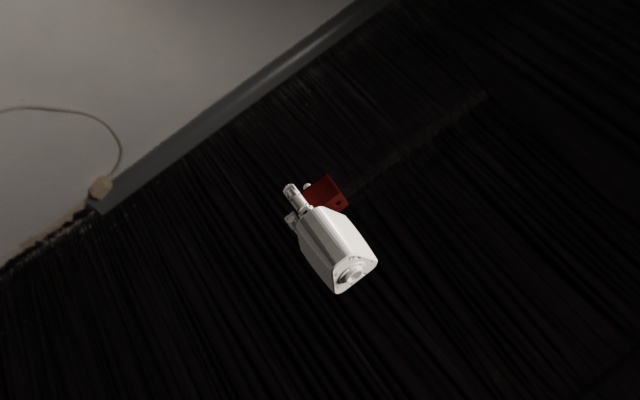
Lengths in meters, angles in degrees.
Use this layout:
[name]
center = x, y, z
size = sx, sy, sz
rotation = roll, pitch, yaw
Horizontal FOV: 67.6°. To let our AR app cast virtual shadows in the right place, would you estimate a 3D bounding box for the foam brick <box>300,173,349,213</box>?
[foam brick]
center = 0.000, 0.002, 0.830
size = 0.078, 0.051, 0.053
rotation = -38, -33, -1
